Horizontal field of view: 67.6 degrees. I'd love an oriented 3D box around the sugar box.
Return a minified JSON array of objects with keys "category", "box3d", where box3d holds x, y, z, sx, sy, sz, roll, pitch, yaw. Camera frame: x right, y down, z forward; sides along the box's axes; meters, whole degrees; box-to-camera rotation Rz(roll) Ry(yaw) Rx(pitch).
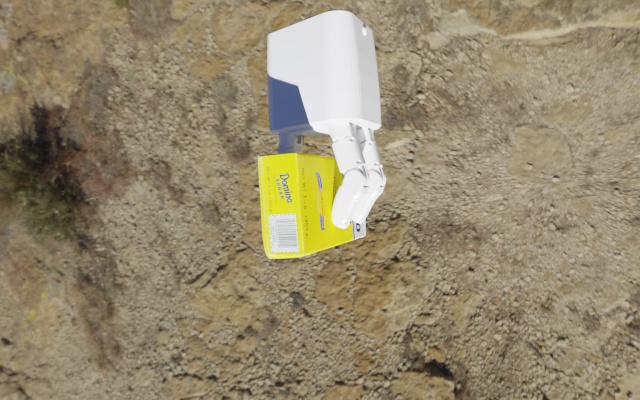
[{"category":"sugar box","box3d":[0.001,0.001,0.494,0.048,0.093,0.176,-3,2,26]}]
